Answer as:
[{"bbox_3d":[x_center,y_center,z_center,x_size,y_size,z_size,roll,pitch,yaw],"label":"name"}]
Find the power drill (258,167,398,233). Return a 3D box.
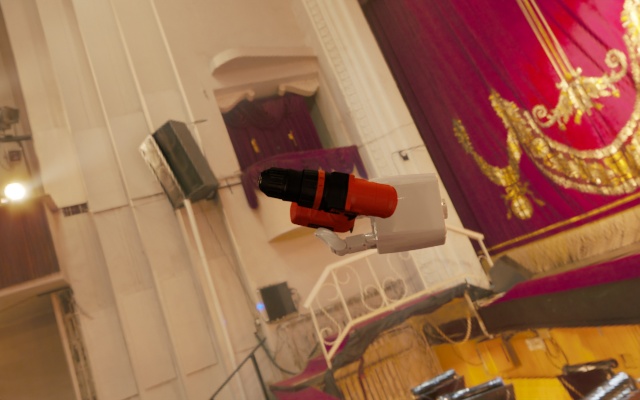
[{"bbox_3d":[0.000,0.002,0.690,0.184,0.057,0.188,11,-11,-6],"label":"power drill"}]
